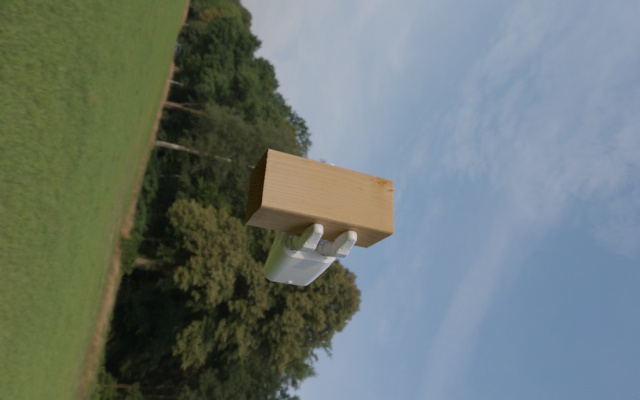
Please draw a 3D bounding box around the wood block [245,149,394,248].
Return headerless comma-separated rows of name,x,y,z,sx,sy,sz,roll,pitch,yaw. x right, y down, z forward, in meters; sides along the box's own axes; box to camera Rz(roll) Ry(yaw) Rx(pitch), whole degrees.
wood block,0.000,0.002,0.727,0.206,0.090,0.090,13,-26,-21
